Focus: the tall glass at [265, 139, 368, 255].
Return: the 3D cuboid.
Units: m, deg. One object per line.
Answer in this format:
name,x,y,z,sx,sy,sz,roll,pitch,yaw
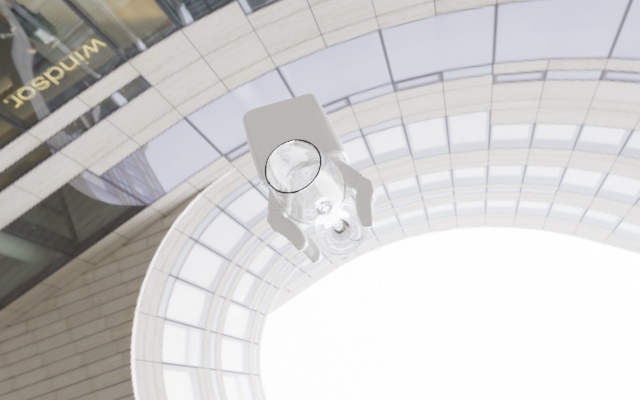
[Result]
tall glass,0.000,0.002,0.571,0.079,0.079,0.201,0,-22,18
